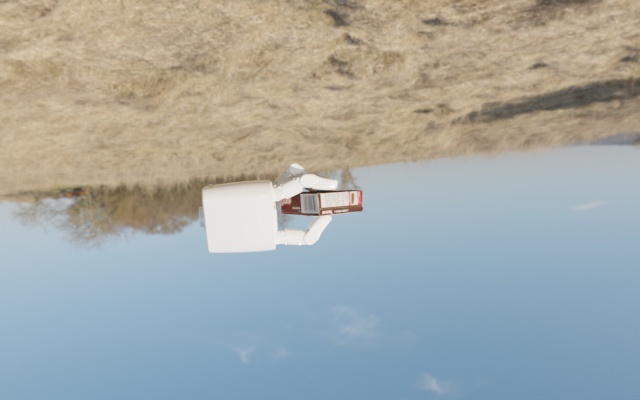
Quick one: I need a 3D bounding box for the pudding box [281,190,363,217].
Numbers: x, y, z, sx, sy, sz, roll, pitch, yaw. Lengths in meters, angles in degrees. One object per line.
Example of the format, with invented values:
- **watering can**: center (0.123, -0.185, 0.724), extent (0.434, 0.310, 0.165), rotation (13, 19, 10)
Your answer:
- **pudding box**: center (0.000, 0.003, 0.778), extent (0.090, 0.039, 0.113), rotation (-6, 6, -36)
